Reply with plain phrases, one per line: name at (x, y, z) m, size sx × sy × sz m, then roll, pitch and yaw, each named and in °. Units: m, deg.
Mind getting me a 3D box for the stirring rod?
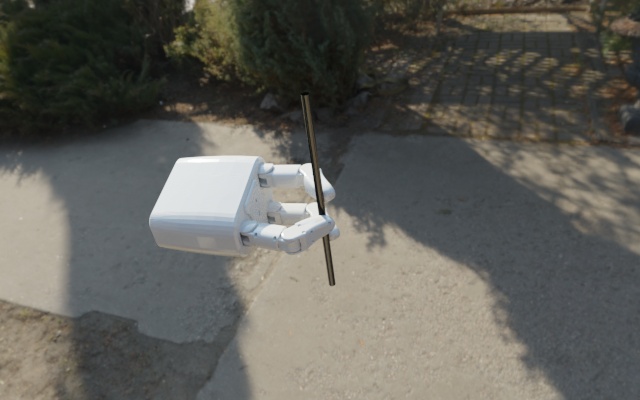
stirring rod at (0.000, 0.002, 0.498) m, size 0.011 × 0.240 × 0.011 m, roll -5°, pitch 35°, yaw 4°
